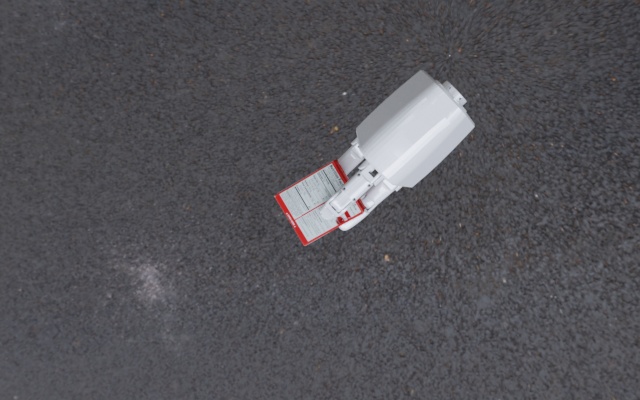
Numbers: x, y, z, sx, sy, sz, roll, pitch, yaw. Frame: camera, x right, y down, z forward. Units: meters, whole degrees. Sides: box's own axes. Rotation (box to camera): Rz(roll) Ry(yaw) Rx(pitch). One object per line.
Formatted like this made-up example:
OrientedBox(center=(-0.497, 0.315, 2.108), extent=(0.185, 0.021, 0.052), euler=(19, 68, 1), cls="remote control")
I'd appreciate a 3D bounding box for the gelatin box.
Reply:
OrientedBox(center=(0.000, 0.002, 0.586), extent=(0.089, 0.073, 0.030), euler=(-30, 5, 13), cls="gelatin box")
